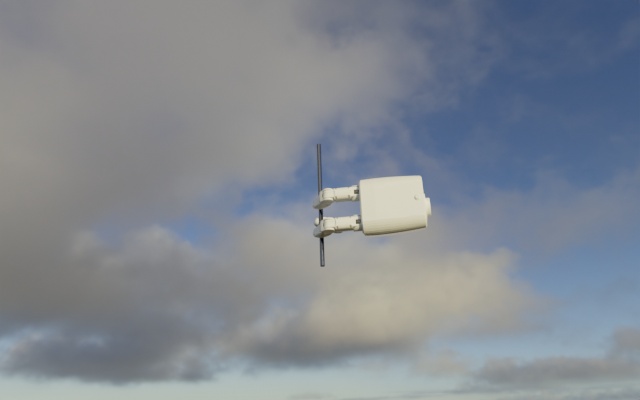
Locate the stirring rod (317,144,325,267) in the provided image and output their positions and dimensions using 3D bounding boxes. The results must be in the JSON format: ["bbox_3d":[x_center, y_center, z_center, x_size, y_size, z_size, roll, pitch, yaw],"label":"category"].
[{"bbox_3d":[0.000,0.003,0.870,0.011,0.239,0.011,-2,-23,-1],"label":"stirring rod"}]
